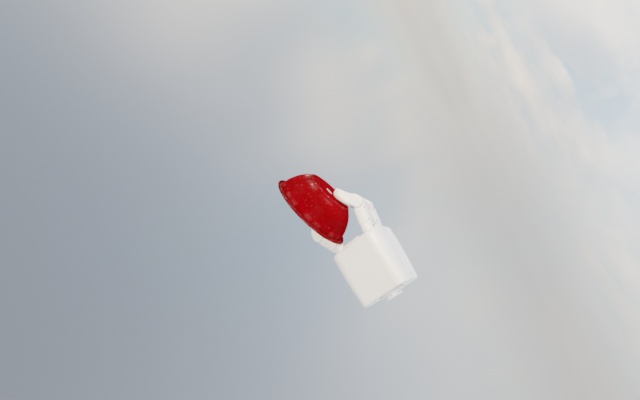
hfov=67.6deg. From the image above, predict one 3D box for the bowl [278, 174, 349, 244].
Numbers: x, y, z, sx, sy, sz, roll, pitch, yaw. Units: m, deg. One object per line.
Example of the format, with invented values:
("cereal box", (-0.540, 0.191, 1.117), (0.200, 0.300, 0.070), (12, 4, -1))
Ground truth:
("bowl", (-0.001, 0.002, 0.870), (0.162, 0.055, 0.162), (41, 13, -11))
